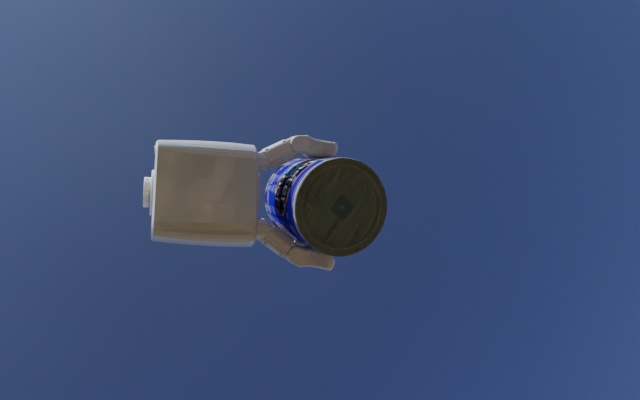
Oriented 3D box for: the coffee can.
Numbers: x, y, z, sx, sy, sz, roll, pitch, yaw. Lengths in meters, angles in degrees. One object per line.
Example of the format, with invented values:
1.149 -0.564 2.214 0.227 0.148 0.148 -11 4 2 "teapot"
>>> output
0.000 0.002 0.555 0.103 0.103 0.140 0 5 -19 "coffee can"
